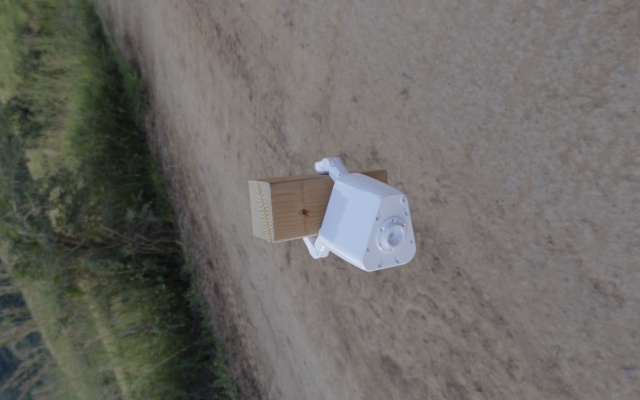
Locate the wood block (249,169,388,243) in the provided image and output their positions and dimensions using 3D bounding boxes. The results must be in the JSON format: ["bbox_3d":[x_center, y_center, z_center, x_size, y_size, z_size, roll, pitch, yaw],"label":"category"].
[{"bbox_3d":[0.000,0.002,0.767,0.206,0.091,0.090,-7,8,-28],"label":"wood block"}]
